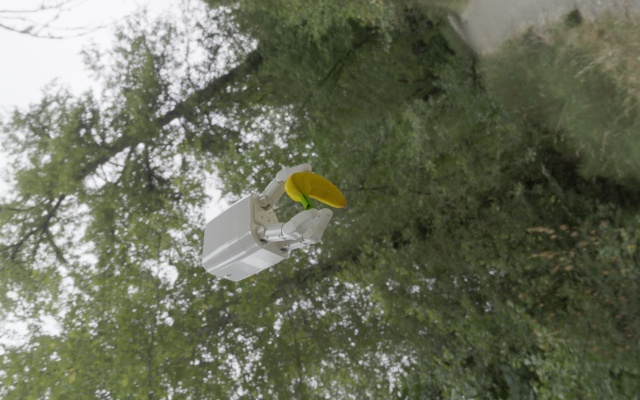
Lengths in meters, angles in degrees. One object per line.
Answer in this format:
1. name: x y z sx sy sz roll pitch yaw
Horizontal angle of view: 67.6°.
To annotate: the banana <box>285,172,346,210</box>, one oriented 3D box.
1. banana: -0.011 -0.013 0.737 0.037 0.069 0.198 -34 -9 17
